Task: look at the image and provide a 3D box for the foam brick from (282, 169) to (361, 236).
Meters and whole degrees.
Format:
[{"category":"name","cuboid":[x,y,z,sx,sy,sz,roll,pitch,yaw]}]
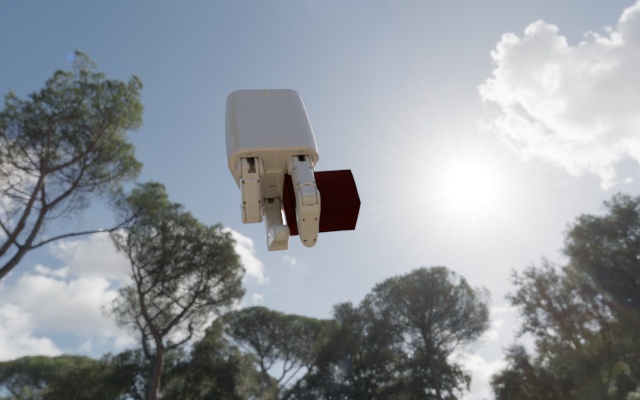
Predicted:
[{"category":"foam brick","cuboid":[0.000,0.002,0.534,0.078,0.051,0.053,-4,-38,-12]}]
